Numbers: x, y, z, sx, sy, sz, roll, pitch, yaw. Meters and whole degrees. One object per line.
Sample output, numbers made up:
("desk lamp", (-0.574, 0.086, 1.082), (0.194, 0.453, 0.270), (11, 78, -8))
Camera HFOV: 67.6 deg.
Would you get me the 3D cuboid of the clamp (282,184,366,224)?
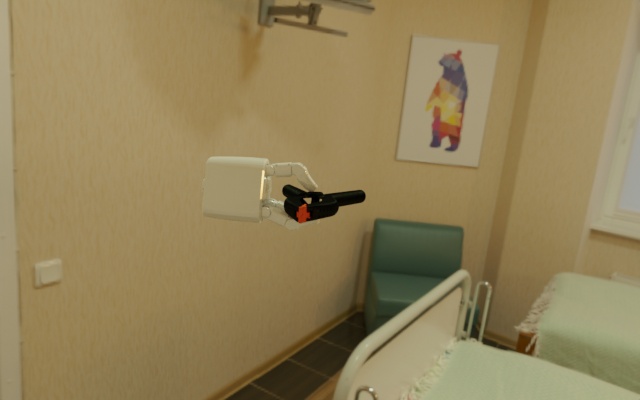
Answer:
("clamp", (0.000, 0.002, 0.850), (0.164, 0.036, 0.210), (2, 12, 3))
